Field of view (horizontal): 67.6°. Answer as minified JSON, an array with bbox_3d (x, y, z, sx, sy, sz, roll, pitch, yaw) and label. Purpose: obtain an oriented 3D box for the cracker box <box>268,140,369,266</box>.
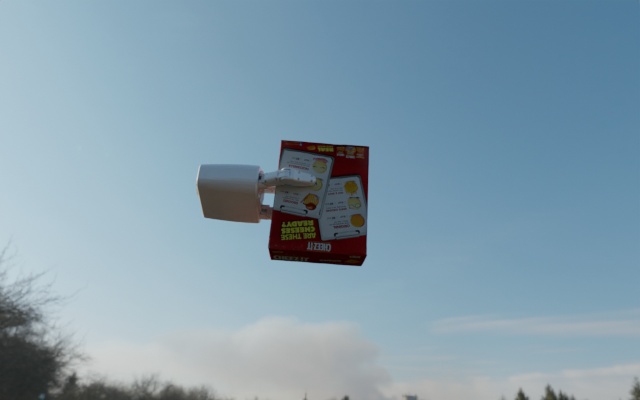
[{"bbox_3d":[0.000,0.003,0.848,0.164,0.213,0.072,4,-26,0],"label":"cracker box"}]
